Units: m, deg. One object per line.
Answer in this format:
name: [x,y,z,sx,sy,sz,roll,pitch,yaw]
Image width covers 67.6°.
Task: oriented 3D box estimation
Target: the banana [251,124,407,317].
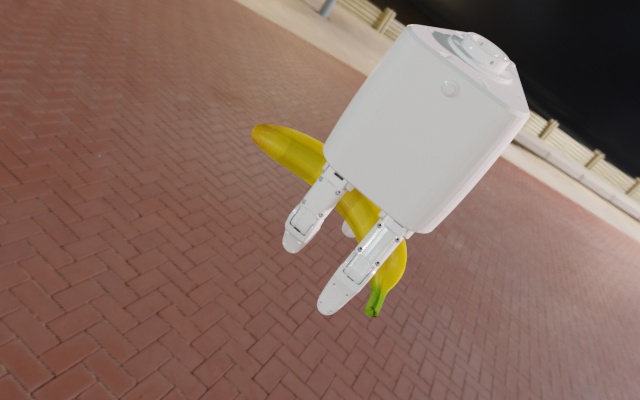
banana: [0.016,-0.001,0.412,0.069,0.197,0.037,-19,-25,-37]
